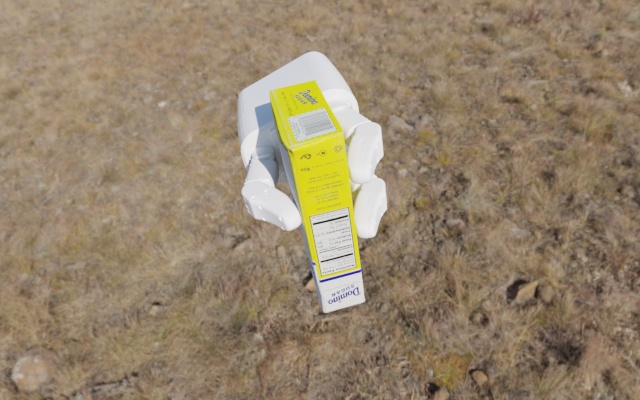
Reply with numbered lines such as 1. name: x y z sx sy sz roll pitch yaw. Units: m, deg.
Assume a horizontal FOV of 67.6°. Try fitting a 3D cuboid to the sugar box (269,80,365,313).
1. sugar box: 0.001 0.001 0.401 0.048 0.176 0.093 -16 39 -3
